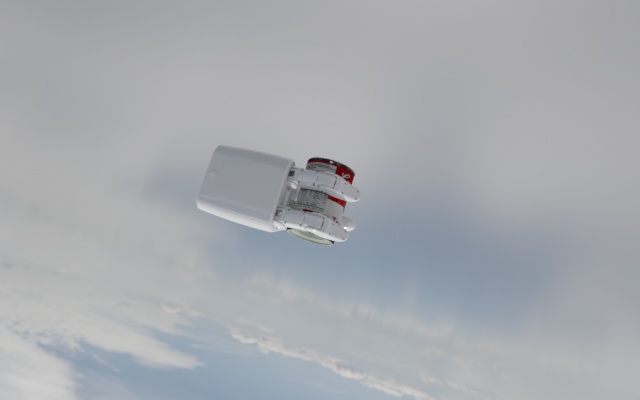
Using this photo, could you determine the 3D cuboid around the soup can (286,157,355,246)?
[{"bbox_3d":[0.001,0.003,0.640,0.068,0.102,0.068,16,-14,4],"label":"soup can"}]
